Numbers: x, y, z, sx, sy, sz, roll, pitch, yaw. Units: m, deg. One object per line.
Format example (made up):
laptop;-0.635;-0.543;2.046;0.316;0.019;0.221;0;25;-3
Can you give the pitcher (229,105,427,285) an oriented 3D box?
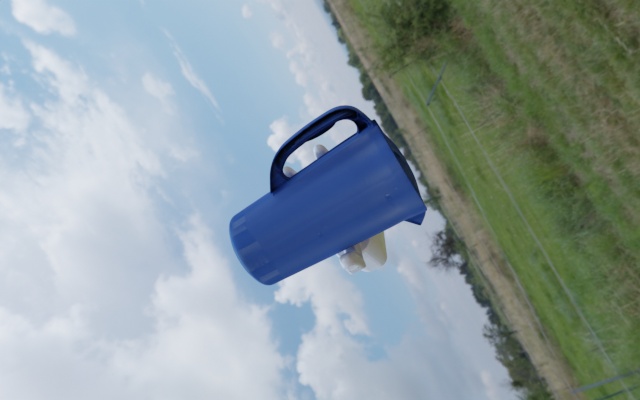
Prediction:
pitcher;0.000;0.002;0.621;0.243;0.149;0.145;-30;-27;11
